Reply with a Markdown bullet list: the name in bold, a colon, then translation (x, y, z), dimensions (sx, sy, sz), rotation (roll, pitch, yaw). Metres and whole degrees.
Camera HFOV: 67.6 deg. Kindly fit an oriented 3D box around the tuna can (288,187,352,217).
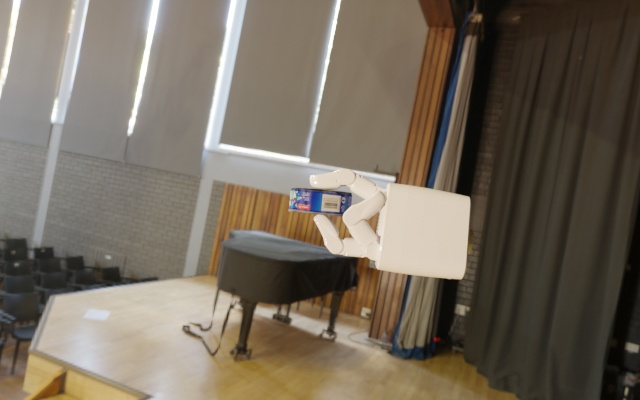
- **tuna can**: translation (0.000, 0.002, 0.653), dimensions (0.086, 0.034, 0.086), rotation (5, 0, 0)
